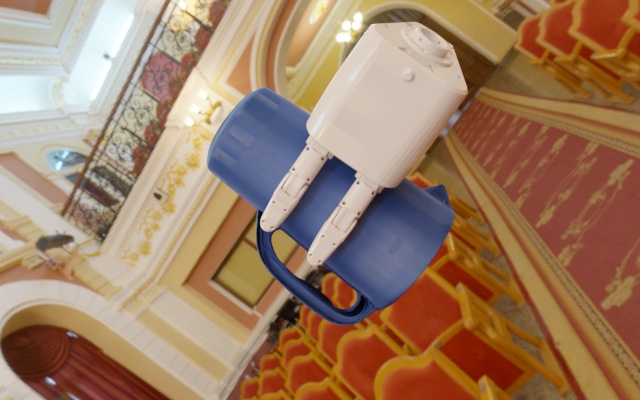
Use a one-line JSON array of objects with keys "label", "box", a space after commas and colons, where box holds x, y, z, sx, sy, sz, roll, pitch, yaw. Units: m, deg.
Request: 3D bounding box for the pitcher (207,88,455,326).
[{"label": "pitcher", "box": [0.000, 0.001, 0.500, 0.243, 0.145, 0.149, 36, 36, 1]}]
